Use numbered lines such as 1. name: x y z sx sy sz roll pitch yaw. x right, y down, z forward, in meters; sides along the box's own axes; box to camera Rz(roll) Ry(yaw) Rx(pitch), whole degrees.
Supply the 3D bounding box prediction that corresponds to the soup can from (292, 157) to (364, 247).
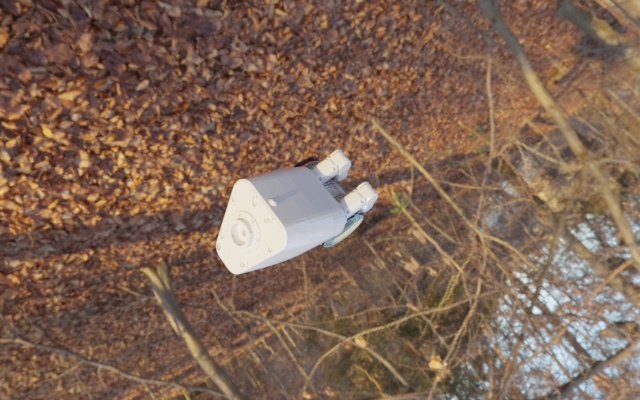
1. soup can: 0.001 0.002 0.628 0.068 0.102 0.068 -35 -18 -13
